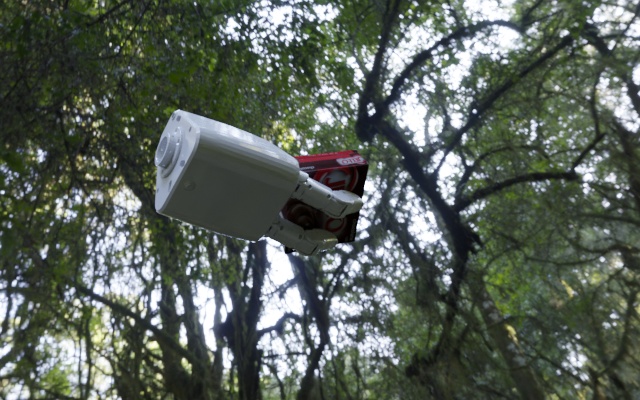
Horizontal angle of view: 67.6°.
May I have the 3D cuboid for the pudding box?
[{"bbox_3d":[0.000,0.002,0.537,0.090,0.114,0.039,-8,40,-19],"label":"pudding box"}]
